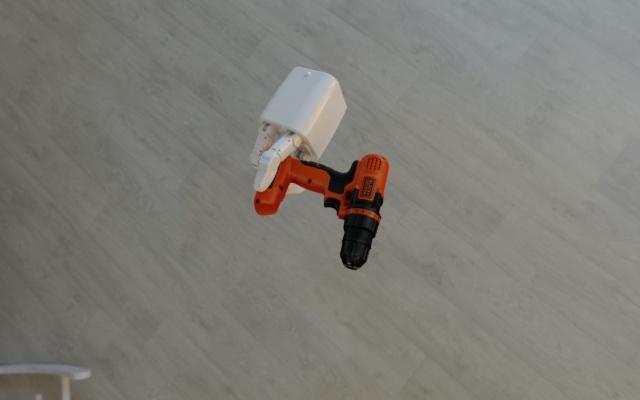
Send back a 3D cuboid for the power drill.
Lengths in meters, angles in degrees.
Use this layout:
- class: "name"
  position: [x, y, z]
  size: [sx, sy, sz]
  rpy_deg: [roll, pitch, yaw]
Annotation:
- class: "power drill"
  position: [0.000, 0.002, 0.719]
  size: [0.187, 0.184, 0.057]
  rpy_deg: [12, -26, 9]
